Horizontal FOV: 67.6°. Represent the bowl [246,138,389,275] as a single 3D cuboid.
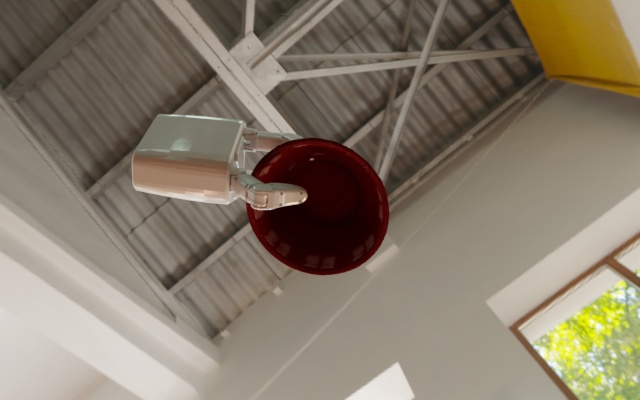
[{"bbox_3d":[0.001,0.002,0.543,0.162,0.162,0.055,0,21,14],"label":"bowl"}]
